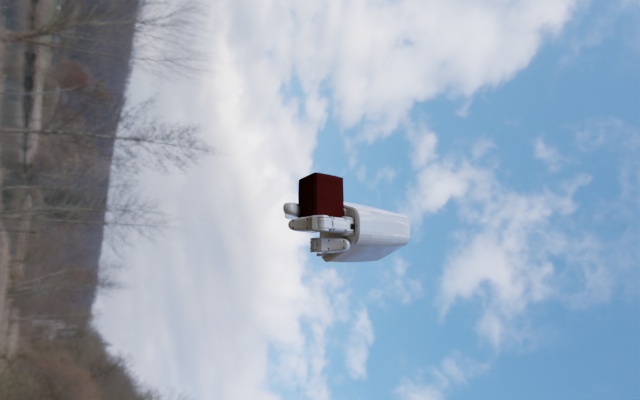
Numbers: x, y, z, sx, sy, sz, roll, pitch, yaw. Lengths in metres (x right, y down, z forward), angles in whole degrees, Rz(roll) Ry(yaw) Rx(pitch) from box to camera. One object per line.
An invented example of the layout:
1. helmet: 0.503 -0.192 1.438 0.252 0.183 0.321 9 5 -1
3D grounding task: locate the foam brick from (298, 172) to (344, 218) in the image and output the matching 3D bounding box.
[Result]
1. foam brick: 0.000 0.002 0.727 0.051 0.078 0.053 6 -11 -31
